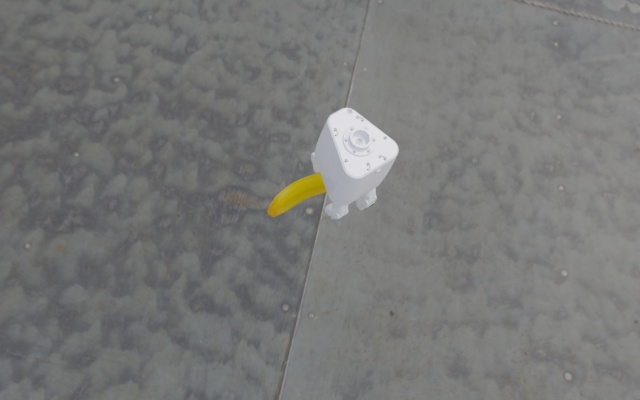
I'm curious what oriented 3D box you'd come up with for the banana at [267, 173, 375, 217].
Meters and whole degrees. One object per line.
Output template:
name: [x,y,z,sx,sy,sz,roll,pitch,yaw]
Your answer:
banana: [0.001,-0.016,0.850,0.198,0.069,0.037,-6,-12,-12]
